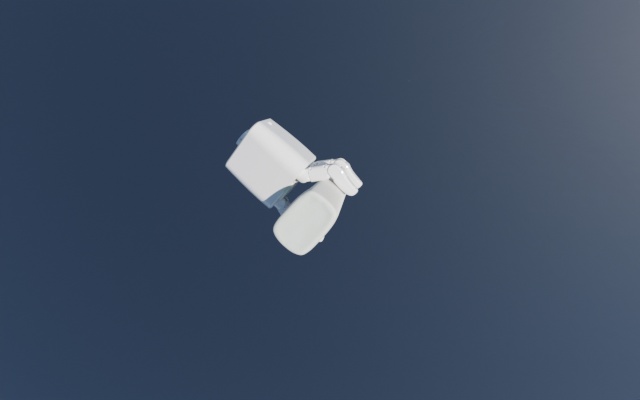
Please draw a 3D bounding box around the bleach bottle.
[{"bbox_3d":[0.000,0.003,0.807,0.068,0.102,0.250,42,17,-2],"label":"bleach bottle"}]
